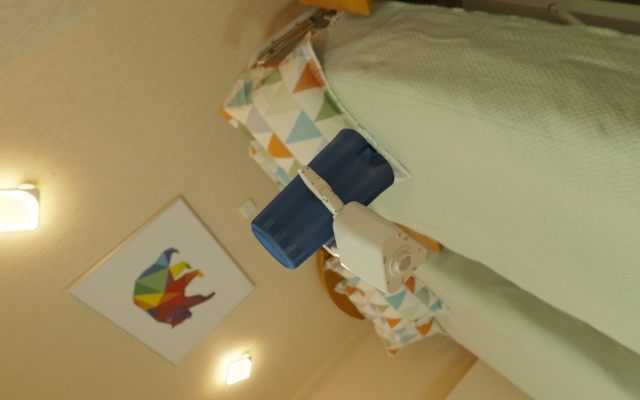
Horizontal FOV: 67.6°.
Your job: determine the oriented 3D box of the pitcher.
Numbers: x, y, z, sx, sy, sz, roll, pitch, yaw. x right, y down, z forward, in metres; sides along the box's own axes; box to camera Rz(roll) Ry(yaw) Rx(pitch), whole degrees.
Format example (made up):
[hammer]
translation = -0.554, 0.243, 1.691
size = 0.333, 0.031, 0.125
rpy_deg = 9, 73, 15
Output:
[pitcher]
translation = 0.000, 0.003, 0.828
size = 0.243, 0.149, 0.145
rpy_deg = -43, 42, -15
